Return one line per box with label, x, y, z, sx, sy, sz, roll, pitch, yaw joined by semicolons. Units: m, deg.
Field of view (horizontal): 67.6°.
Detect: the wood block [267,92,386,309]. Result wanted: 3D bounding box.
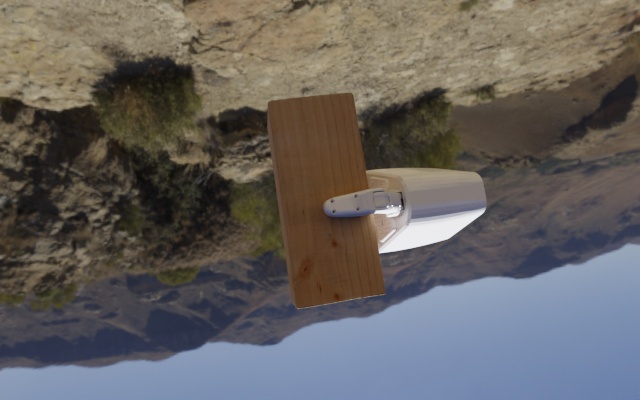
wood block;0.001;0.002;0.510;0.090;0.206;0.091;-8;-7;-9
